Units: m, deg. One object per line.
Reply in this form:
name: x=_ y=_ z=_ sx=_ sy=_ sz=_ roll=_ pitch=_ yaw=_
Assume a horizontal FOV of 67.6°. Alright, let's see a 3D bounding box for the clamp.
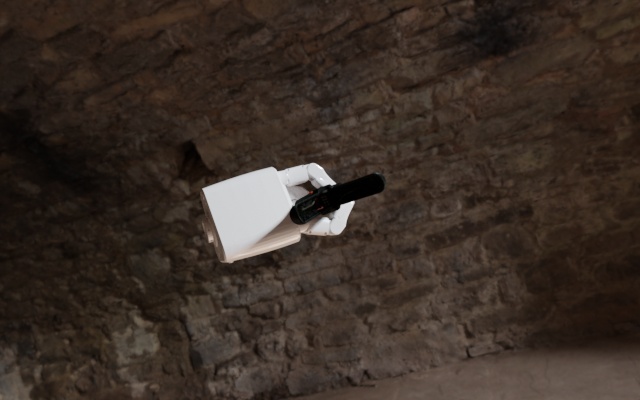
clamp: x=0.000 y=0.001 z=0.616 sx=0.120 sy=0.039 sz=0.171 roll=-17 pitch=-1 yaw=-19
